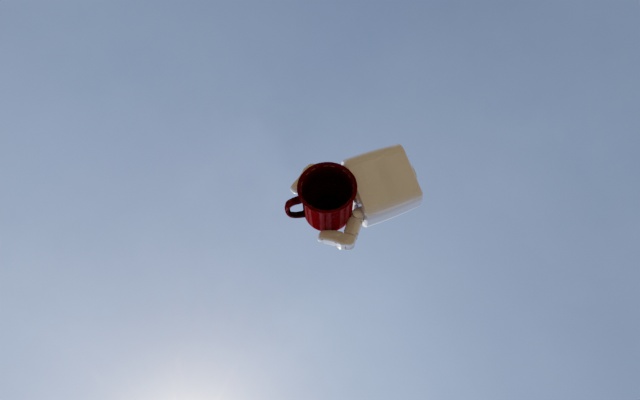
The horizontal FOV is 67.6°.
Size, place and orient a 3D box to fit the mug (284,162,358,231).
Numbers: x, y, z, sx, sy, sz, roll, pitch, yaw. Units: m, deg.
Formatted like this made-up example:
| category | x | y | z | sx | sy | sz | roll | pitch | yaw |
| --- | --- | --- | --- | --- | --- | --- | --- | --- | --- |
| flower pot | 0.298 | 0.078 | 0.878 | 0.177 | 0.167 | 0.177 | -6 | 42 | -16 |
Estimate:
| category | x | y | z | sx | sy | sz | roll | pitch | yaw |
| --- | --- | --- | --- | --- | --- | --- | --- | --- | --- |
| mug | -0.001 | 0.003 | 0.762 | 0.117 | 0.093 | 0.081 | -18 | -29 | -8 |
